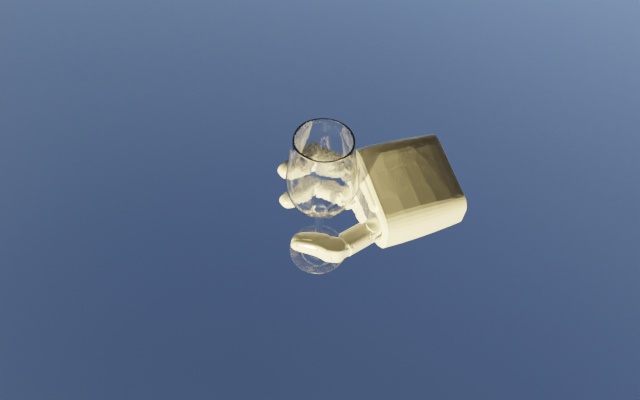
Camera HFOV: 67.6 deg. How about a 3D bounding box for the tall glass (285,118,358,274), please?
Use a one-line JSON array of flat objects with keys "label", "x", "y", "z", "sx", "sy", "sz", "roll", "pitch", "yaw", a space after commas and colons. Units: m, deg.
[{"label": "tall glass", "x": 0.000, "y": 0.002, "z": 0.542, "sx": 0.079, "sy": 0.079, "sz": 0.201, "roll": 0, "pitch": -38, "yaw": -2}]
